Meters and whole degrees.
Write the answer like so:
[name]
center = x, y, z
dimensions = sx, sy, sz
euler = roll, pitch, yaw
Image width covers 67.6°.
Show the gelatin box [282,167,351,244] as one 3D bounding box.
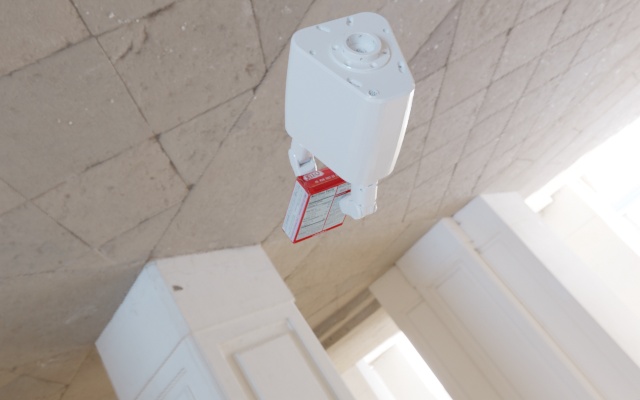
[gelatin box]
center = 0.000, 0.002, 0.538
dimensions = 0.073, 0.089, 0.030
euler = -20, 56, -32
